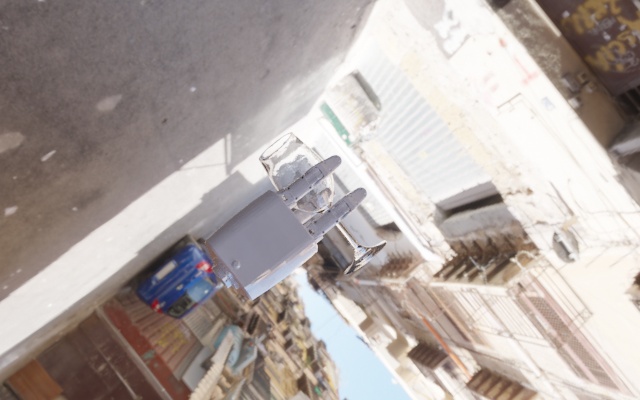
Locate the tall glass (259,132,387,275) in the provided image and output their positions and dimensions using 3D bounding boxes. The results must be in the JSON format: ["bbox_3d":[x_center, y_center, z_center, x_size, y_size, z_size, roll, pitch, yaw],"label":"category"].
[{"bbox_3d":[0.001,0.003,0.659,0.079,0.201,0.079,-38,-1,-1],"label":"tall glass"}]
